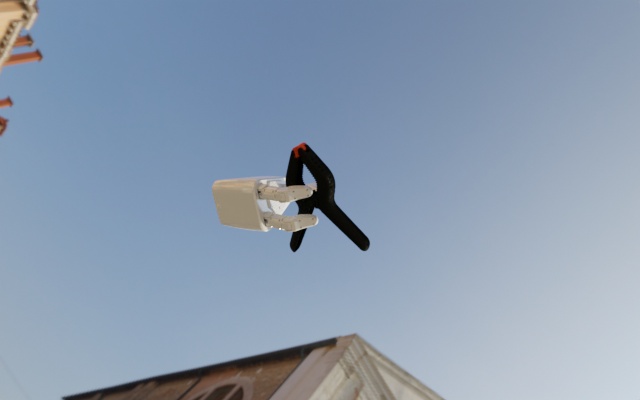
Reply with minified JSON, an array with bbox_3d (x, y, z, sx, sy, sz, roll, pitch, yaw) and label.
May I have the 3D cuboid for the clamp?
[{"bbox_3d":[0.000,0.002,0.834,0.164,0.210,0.036,2,24,29],"label":"clamp"}]
